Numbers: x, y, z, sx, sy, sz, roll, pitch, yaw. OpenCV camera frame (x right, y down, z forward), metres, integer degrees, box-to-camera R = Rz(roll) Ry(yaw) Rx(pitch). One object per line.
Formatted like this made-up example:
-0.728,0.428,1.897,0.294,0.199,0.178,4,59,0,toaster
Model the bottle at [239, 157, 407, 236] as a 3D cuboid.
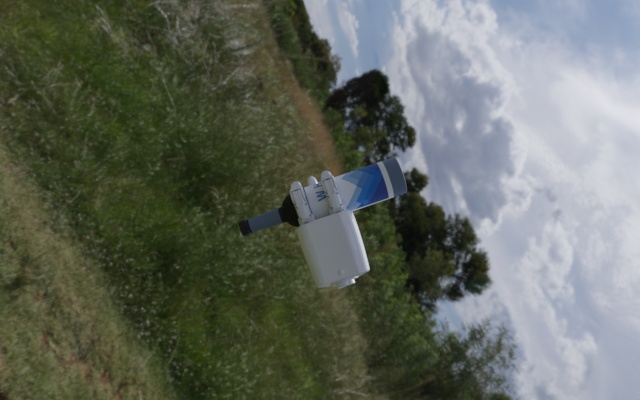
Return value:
0.000,0.003,0.836,0.296,0.069,0.069,-19,0,1,bottle
